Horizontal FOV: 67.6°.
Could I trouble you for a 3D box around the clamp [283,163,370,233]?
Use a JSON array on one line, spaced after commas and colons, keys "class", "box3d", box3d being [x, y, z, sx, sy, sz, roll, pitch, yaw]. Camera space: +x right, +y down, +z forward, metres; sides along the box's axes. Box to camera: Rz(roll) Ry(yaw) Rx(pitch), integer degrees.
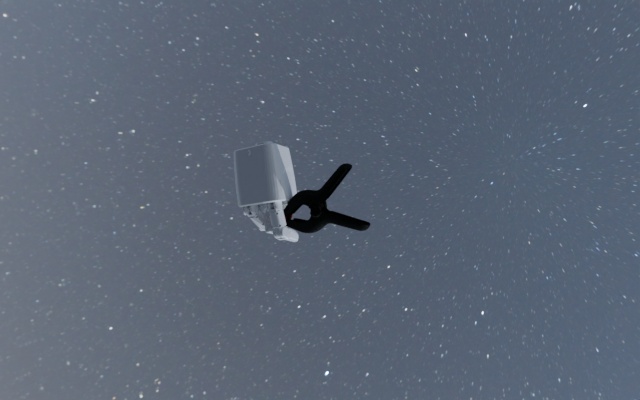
[{"class": "clamp", "box3d": [0.000, 0.003, 0.857, 0.171, 0.120, 0.039, -8, -4, 22]}]
